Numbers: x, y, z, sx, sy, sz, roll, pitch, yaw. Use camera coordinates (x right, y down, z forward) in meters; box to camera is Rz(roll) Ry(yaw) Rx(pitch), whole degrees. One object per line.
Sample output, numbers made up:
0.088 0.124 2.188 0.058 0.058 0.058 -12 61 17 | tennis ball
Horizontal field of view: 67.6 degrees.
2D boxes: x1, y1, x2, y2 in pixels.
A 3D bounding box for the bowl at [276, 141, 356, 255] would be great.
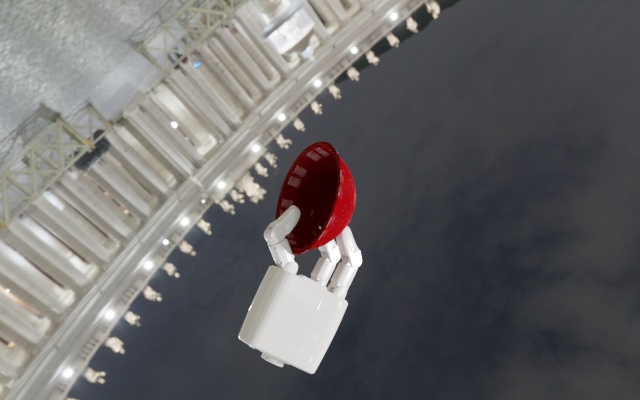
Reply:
0.001 0.001 0.668 0.055 0.162 0.162 17 -9 -30 | bowl
